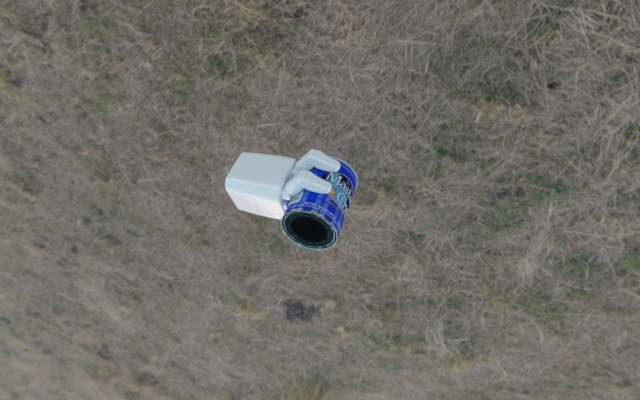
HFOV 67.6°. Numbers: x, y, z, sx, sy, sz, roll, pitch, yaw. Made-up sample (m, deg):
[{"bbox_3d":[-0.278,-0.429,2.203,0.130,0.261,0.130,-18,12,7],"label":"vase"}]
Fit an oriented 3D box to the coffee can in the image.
[{"bbox_3d":[0.000,0.003,0.846,0.103,0.103,0.140,0,44,24],"label":"coffee can"}]
